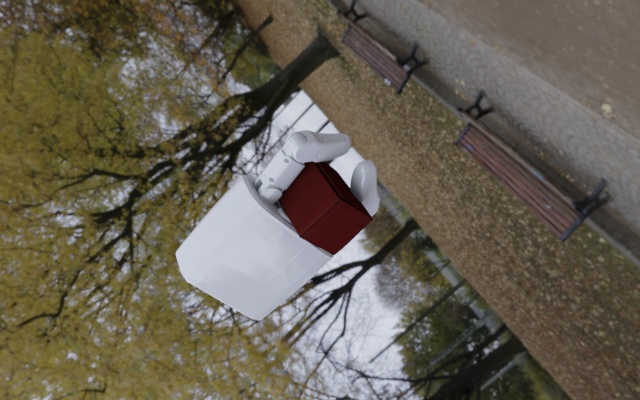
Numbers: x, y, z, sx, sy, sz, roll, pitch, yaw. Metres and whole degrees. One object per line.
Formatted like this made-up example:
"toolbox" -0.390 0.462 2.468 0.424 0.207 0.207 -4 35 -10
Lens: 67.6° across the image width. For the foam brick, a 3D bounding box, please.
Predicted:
"foam brick" 0.000 0.002 0.437 0.053 0.051 0.078 34 16 -45
